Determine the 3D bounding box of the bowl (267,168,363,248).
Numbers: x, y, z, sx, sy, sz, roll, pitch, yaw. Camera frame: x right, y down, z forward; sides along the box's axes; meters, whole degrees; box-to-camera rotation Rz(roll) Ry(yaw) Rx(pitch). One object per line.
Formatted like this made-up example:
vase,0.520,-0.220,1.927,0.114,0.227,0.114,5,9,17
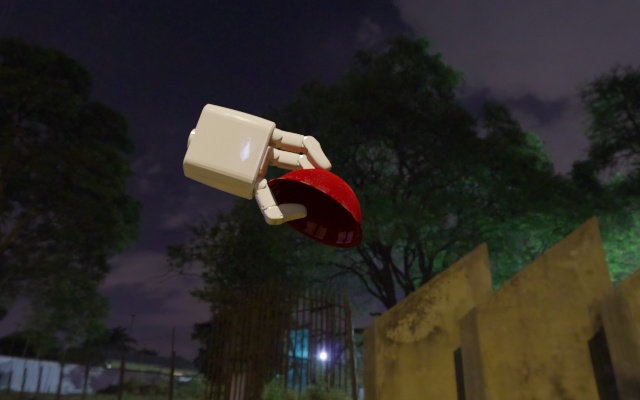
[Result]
bowl,0.001,0.003,0.713,0.162,0.055,0.162,24,-28,14
